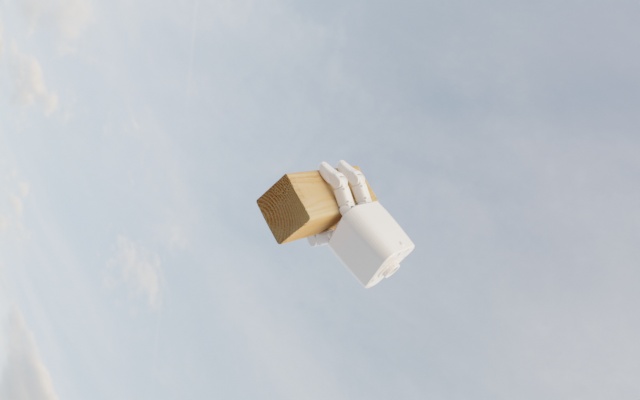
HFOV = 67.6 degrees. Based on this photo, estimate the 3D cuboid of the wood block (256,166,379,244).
[{"bbox_3d":[0.000,0.003,0.858,0.091,0.090,0.206,-40,-18,35],"label":"wood block"}]
